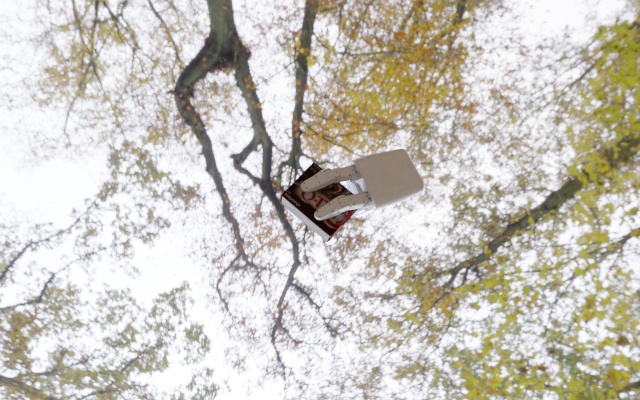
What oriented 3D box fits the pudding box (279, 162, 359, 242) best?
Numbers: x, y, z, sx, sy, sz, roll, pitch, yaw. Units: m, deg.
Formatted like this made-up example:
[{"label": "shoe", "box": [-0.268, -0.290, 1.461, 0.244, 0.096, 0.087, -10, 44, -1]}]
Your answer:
[{"label": "pudding box", "box": [0.000, 0.003, 0.822, 0.113, 0.090, 0.039, 38, -26, 9]}]
